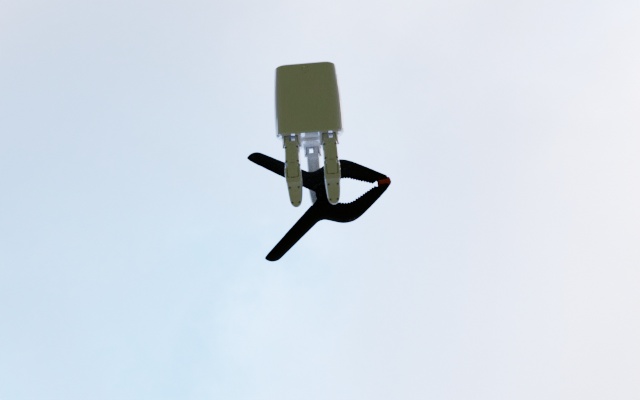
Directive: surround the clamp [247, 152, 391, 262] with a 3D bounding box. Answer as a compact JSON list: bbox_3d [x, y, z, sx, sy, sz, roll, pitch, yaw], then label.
[{"bbox_3d":[0.001,0.002,0.705,0.210,0.164,0.036,-4,-6,2],"label":"clamp"}]
